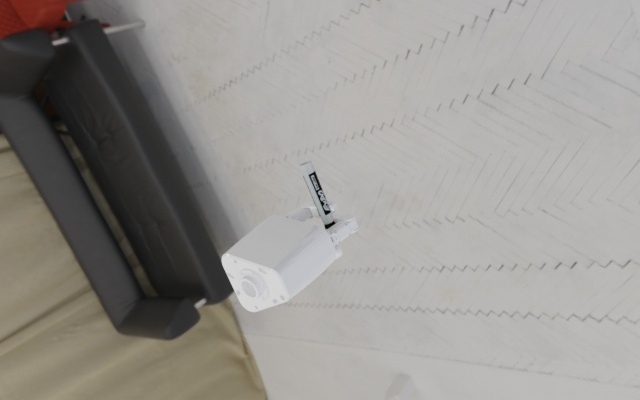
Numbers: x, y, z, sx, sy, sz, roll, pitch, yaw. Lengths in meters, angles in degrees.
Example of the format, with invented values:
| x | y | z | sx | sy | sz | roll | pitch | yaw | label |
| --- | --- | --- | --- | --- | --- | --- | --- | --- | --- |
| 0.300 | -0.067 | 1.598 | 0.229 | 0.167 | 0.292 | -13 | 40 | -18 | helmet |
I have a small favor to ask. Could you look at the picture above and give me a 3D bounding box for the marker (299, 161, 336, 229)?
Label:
| x | y | z | sx | sy | sz | roll | pitch | yaw | label |
| --- | --- | --- | --- | --- | --- | --- | --- | --- | --- |
| 0.000 | 0.002 | 0.676 | 0.020 | 0.121 | 0.020 | -20 | 16 | 6 | marker |
